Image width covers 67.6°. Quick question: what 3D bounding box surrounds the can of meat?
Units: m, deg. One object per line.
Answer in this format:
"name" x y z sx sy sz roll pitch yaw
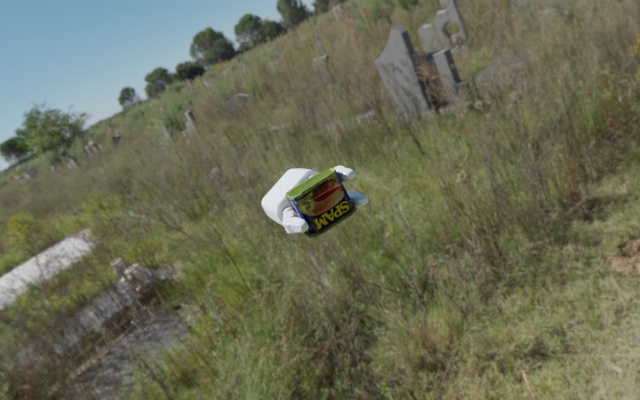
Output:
"can of meat" 0.000 0.003 0.832 0.102 0.084 0.057 -32 19 -14
